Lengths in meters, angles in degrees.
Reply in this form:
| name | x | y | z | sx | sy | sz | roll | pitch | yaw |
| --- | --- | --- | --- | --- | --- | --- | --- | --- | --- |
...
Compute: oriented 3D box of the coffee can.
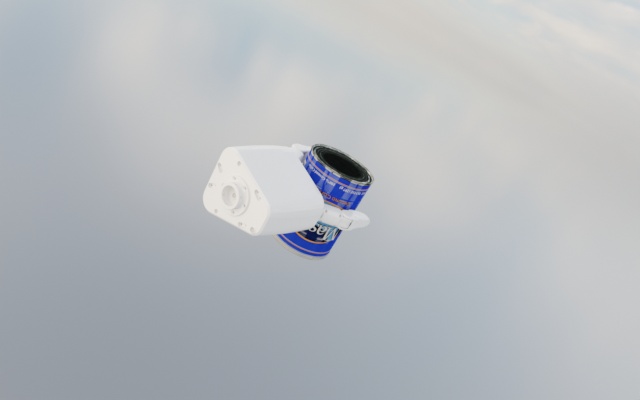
| name | x | y | z | sx | sy | sz | roll | pitch | yaw |
| --- | --- | --- | --- | --- | --- | --- | --- | --- | --- |
| coffee can | 0.000 | 0.002 | 0.707 | 0.103 | 0.140 | 0.102 | 25 | 23 | -12 |
